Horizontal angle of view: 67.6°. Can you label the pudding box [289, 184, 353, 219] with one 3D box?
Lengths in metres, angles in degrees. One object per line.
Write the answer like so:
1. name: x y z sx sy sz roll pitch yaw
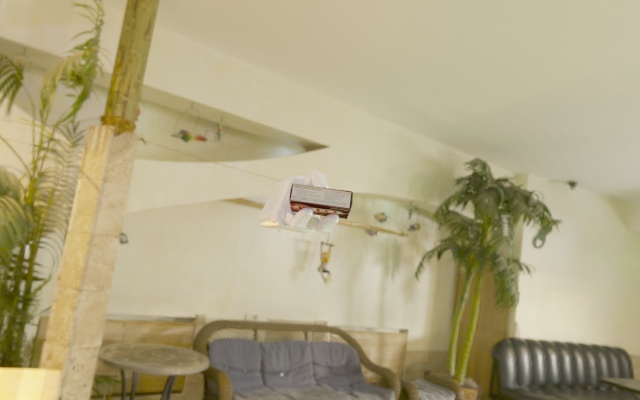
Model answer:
1. pudding box: 0.000 0.003 0.881 0.113 0.039 0.090 6 -12 0
